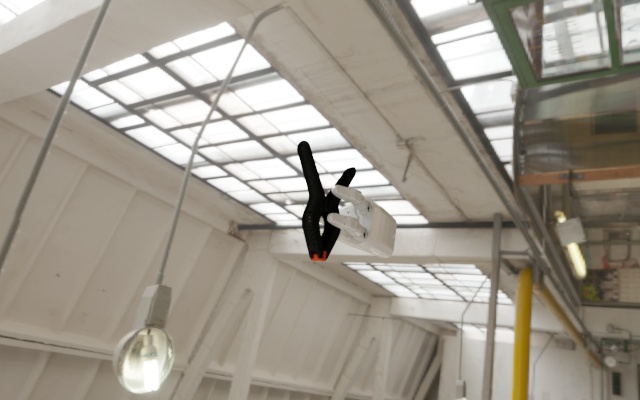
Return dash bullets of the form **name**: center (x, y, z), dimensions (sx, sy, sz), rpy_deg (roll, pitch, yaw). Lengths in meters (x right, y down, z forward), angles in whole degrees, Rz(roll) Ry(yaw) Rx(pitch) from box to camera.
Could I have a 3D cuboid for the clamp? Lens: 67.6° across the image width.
- **clamp**: center (0.000, 0.004, 0.870), dimensions (0.036, 0.210, 0.165), rpy_deg (-6, -25, 40)
